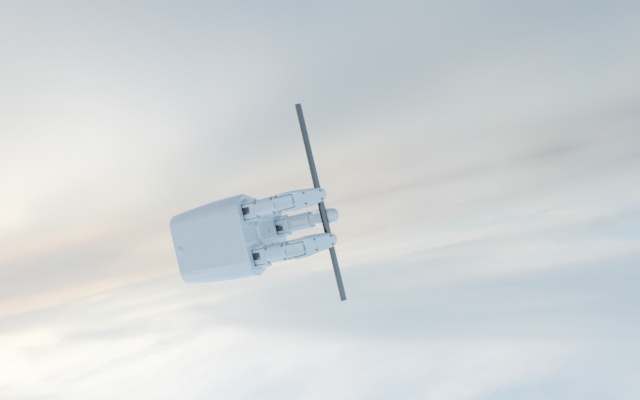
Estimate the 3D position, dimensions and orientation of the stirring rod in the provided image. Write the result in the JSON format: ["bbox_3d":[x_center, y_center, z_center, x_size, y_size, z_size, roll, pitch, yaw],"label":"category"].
[{"bbox_3d":[0.000,0.002,0.571,0.011,0.239,0.011,-13,-1,0],"label":"stirring rod"}]
